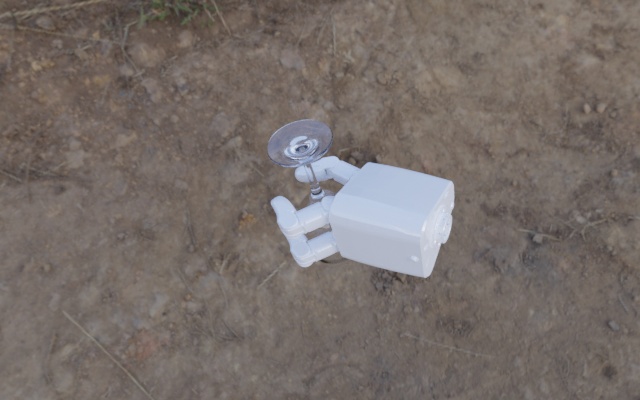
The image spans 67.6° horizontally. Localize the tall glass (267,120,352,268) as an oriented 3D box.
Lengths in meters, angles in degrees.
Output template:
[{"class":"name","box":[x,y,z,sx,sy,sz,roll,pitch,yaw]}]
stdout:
[{"class":"tall glass","box":[0.000,0.001,0.587,0.079,0.079,0.201,0,-41,17]}]
